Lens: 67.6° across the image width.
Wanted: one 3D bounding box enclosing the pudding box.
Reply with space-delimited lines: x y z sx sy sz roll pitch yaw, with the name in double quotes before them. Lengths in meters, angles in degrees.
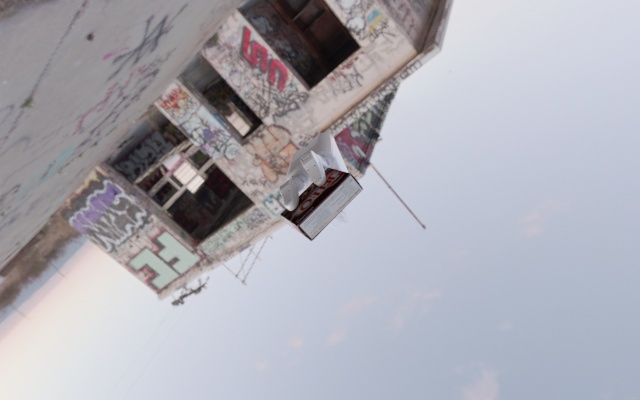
"pudding box" 0.000 0.002 0.726 0.039 0.113 0.090 46 -8 -20
